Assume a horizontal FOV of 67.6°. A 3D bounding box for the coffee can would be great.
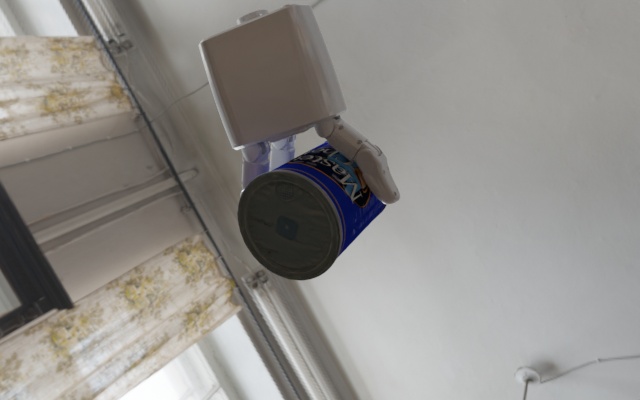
[{"bbox_3d":[0.000,0.002,0.473,0.103,0.103,0.140,0,19,27],"label":"coffee can"}]
